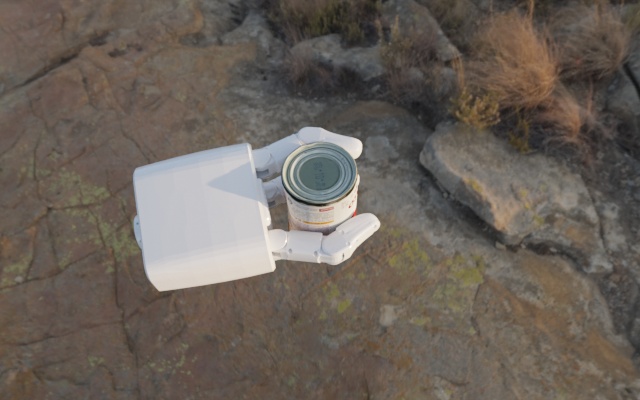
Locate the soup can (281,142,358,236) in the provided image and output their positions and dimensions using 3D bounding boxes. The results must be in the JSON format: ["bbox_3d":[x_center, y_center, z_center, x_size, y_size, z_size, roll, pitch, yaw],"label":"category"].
[{"bbox_3d":[0.001,0.001,0.445,0.068,0.068,0.102,0,-32,2],"label":"soup can"}]
